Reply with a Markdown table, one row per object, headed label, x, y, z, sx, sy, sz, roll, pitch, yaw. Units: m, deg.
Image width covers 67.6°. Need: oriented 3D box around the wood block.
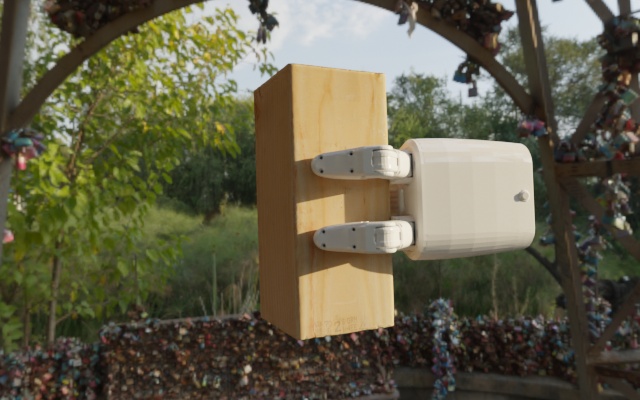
| label | x | y | z | sx | sy | sz | roll | pitch | yaw |
| --- | --- | --- | --- | --- | --- | --- | --- | --- | --- |
| wood block | 0.000 | 0.001 | 0.411 | 0.090 | 0.206 | 0.091 | -1 | -1 | -25 |
